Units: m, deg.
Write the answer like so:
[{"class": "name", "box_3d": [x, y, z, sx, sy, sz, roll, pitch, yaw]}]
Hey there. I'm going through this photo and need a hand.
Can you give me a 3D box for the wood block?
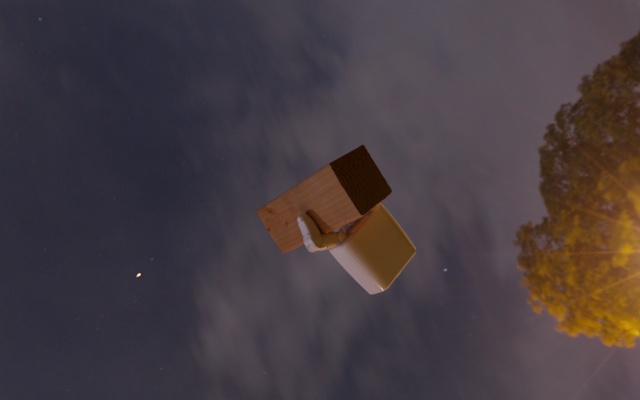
[{"class": "wood block", "box_3d": [0.000, 0.003, 0.773, 0.206, 0.090, 0.090, -30, 3, 46]}]
